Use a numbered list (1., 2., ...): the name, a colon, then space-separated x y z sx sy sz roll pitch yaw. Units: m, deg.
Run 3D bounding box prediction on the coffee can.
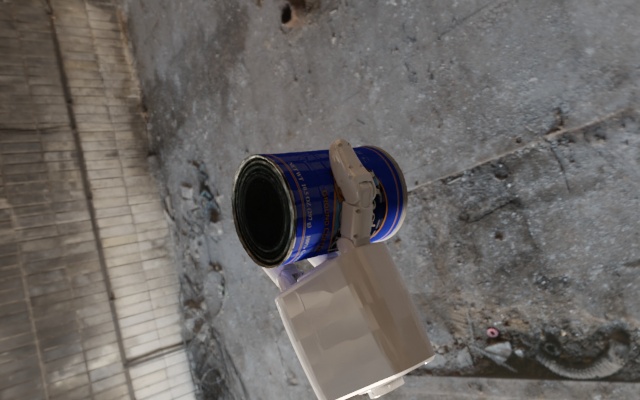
1. coffee can: 0.000 0.001 0.464 0.140 0.103 0.103 -9 6 -39
